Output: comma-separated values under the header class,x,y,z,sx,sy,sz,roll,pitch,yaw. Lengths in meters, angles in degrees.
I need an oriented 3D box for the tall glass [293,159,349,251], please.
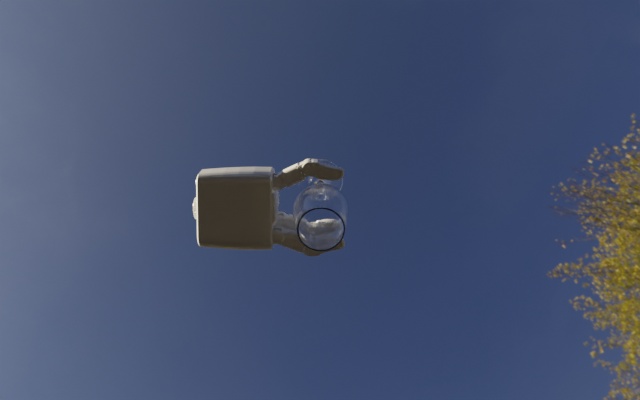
class,x,y,z,sx,sy,sz,roll,pitch,yaw
tall glass,0.000,0.002,0.699,0.079,0.079,0.201,0,21,-1
